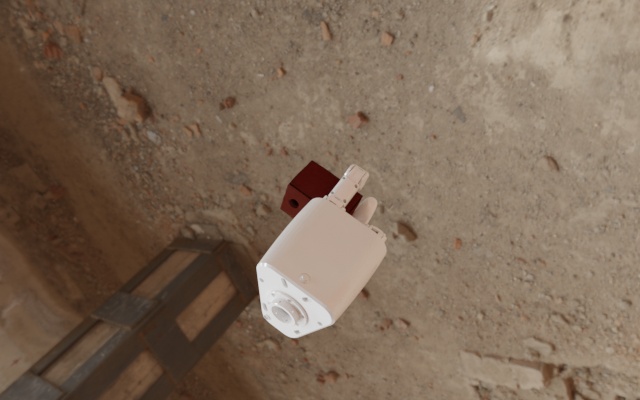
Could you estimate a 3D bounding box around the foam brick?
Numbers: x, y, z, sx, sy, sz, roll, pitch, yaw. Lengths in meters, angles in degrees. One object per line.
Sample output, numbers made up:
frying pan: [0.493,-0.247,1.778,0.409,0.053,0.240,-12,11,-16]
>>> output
foam brick: [0.000,0.002,0.566,0.078,0.051,0.053,36,-37,9]
